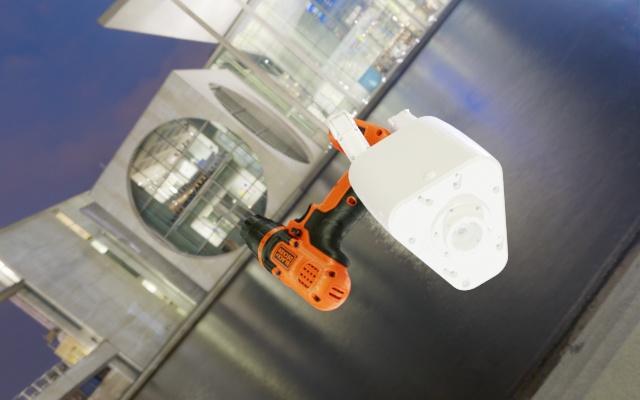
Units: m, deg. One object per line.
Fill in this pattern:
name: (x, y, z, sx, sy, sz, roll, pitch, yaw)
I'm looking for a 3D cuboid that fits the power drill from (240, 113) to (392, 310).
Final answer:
power drill: (0.000, 0.001, 0.514, 0.057, 0.187, 0.184, 31, -1, -41)
